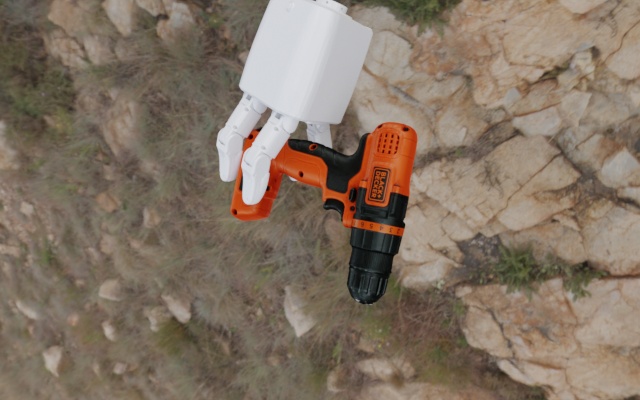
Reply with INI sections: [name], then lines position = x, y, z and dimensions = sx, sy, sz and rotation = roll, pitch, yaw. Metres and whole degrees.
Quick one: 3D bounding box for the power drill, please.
[power drill]
position = 0.000, 0.001, 0.507
dimensions = 0.187, 0.184, 0.057
rotation = 11, -3, 22
